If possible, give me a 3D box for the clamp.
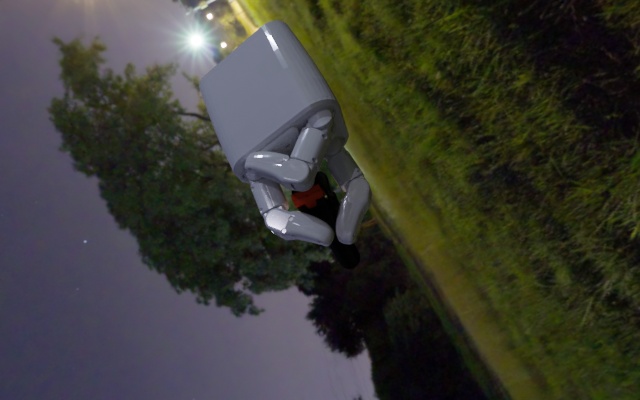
[{"bbox_3d":[0.000,0.002,0.492,0.039,0.120,0.171,-28,-22,1],"label":"clamp"}]
